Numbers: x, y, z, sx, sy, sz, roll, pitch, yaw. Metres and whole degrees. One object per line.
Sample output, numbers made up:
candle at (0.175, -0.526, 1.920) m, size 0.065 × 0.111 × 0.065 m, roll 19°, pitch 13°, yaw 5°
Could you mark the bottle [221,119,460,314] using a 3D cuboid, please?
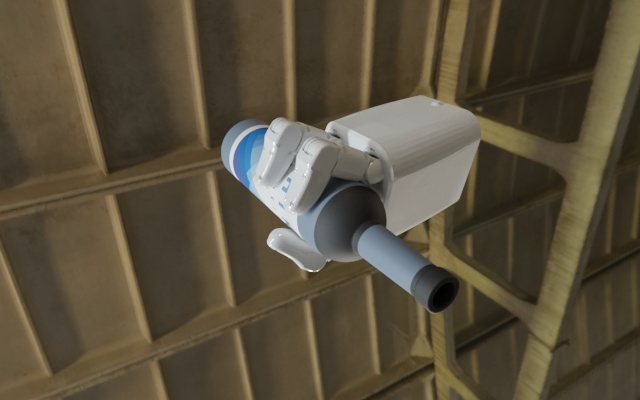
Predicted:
bottle at (0.000, 0.001, 0.407) m, size 0.069 × 0.069 × 0.295 m, roll 0°, pitch 23°, yaw -35°
